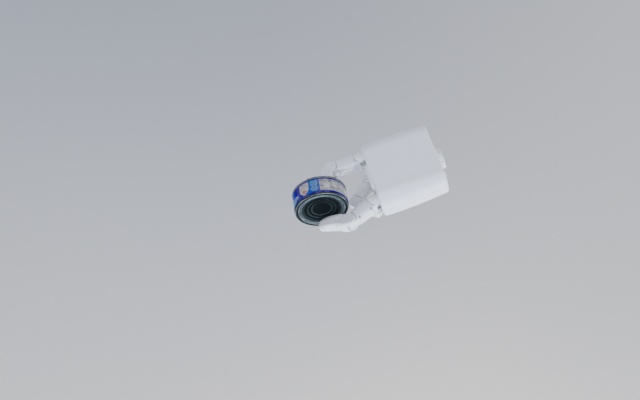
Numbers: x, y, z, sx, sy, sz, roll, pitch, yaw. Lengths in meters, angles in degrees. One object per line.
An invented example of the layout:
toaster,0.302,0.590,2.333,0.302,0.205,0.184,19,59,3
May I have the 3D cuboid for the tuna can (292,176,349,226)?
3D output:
tuna can,0.000,0.003,0.737,0.086,0.033,0.086,-6,-38,-5
